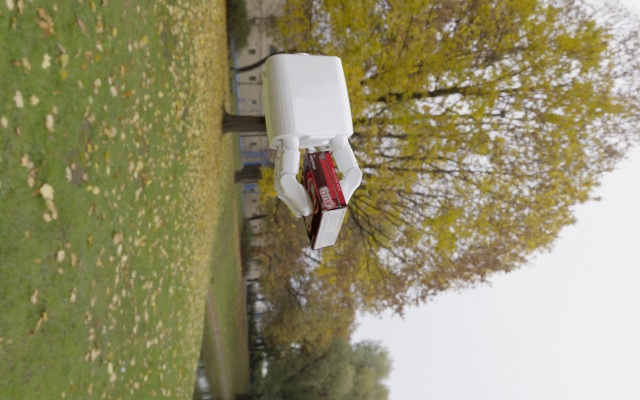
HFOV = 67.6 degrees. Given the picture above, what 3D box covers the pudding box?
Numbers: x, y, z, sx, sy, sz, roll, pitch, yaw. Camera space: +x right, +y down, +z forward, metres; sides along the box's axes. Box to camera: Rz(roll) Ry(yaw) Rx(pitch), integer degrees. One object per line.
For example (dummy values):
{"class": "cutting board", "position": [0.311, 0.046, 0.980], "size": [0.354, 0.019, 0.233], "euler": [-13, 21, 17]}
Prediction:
{"class": "pudding box", "position": [0.000, 0.002, 0.637], "size": [0.039, 0.090, 0.114], "euler": [-9, -30, -11]}
